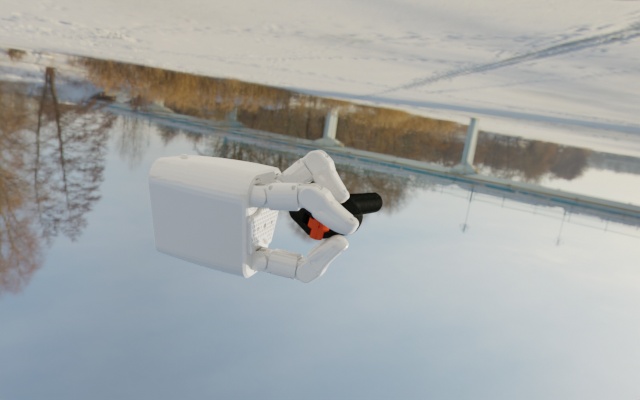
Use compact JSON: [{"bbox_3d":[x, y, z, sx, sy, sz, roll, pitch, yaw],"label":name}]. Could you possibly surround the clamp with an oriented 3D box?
[{"bbox_3d":[0.000,0.002,0.531,0.120,0.039,0.171,12,12,14],"label":"clamp"}]
